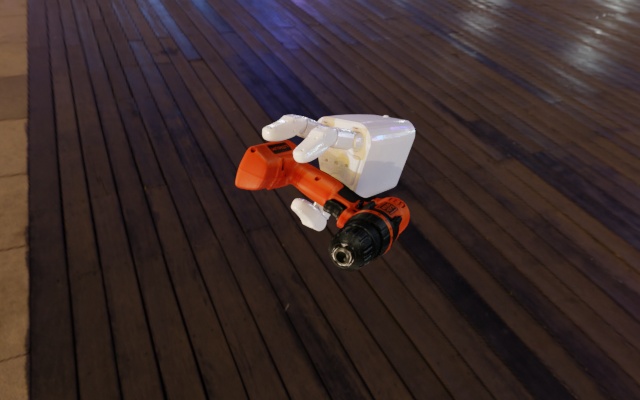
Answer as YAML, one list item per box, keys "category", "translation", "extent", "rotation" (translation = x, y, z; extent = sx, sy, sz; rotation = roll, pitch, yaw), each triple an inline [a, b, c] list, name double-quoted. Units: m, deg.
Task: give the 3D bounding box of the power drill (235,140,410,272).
- category: "power drill"
  translation: [0.000, 0.001, 0.538]
  extent: [0.187, 0.057, 0.184]
  rotation: [32, 21, 15]
